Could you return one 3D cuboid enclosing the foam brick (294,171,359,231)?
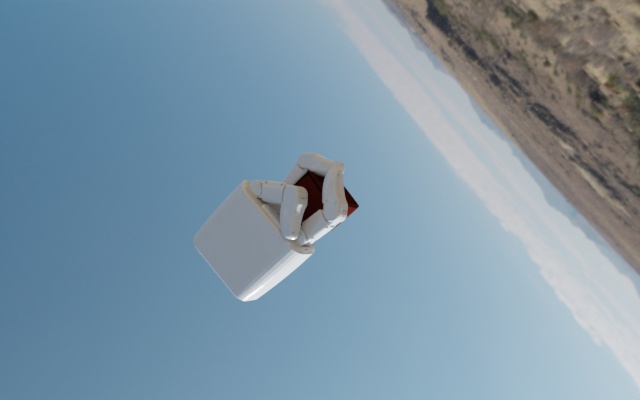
[{"bbox_3d":[0.000,0.002,0.597,0.051,0.053,0.078,-44,-24,20],"label":"foam brick"}]
